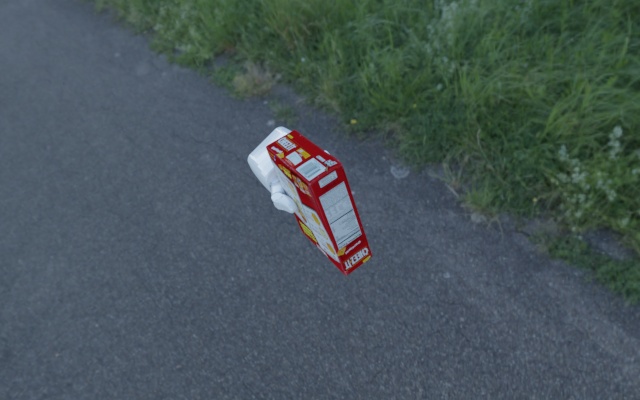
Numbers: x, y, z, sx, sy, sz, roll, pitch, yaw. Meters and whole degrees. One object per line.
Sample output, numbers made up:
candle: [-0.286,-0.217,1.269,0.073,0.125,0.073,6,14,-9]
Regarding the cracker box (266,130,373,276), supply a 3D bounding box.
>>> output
cracker box: [0.000,0.003,0.832,0.072,0.214,0.164,-33,39,-14]
